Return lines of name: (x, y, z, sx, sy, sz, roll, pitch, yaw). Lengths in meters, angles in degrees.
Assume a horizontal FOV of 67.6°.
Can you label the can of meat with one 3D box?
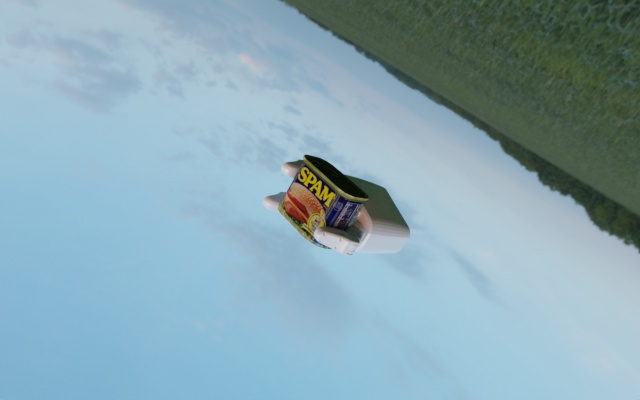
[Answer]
can of meat: (0.000, 0.002, 0.630, 0.057, 0.084, 0.102, 7, 29, -50)
